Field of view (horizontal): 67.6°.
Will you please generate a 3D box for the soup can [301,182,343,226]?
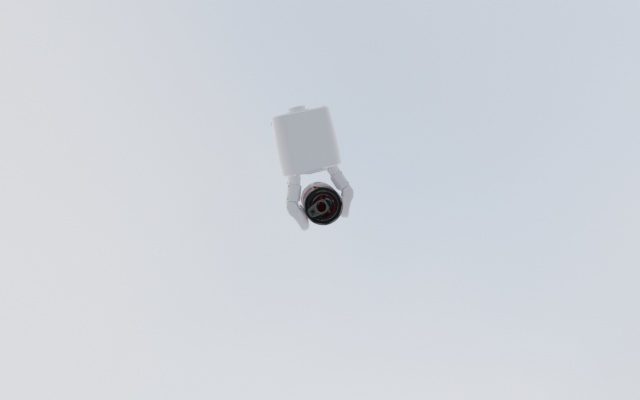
[{"bbox_3d":[0.000,0.003,0.866,0.068,0.068,0.102,0,8,-6],"label":"soup can"}]
